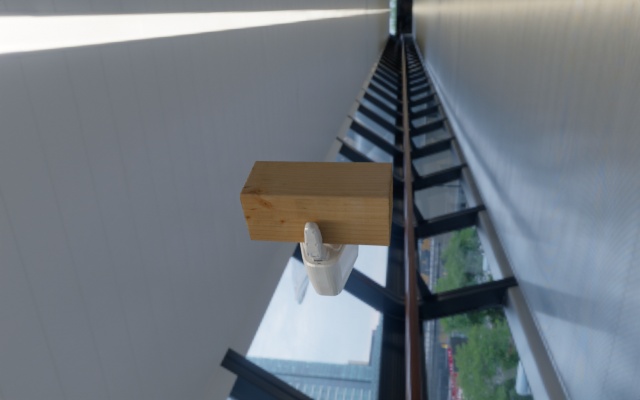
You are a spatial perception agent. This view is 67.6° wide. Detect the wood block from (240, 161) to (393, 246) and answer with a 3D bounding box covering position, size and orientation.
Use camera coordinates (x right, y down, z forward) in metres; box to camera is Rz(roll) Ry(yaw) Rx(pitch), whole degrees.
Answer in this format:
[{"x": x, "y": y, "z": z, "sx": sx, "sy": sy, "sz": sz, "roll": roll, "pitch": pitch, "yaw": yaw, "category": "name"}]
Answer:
[{"x": 0.000, "y": 0.003, "z": 0.699, "sx": 0.206, "sy": 0.090, "sz": 0.090, "roll": 1, "pitch": 39, "yaw": 10, "category": "wood block"}]
